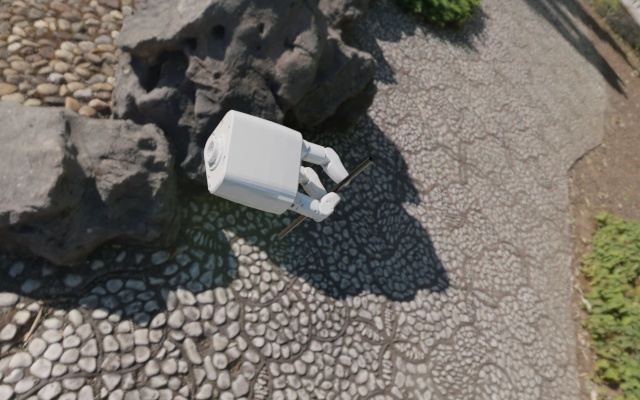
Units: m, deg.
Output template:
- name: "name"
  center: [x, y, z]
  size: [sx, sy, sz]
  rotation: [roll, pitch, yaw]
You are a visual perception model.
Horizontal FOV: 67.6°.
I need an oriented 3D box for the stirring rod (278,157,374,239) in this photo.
- name: "stirring rod"
  center: [0.000, 0.002, 0.725]
  size: [0.011, 0.011, 0.240]
  rotation: [0, -29, -40]
